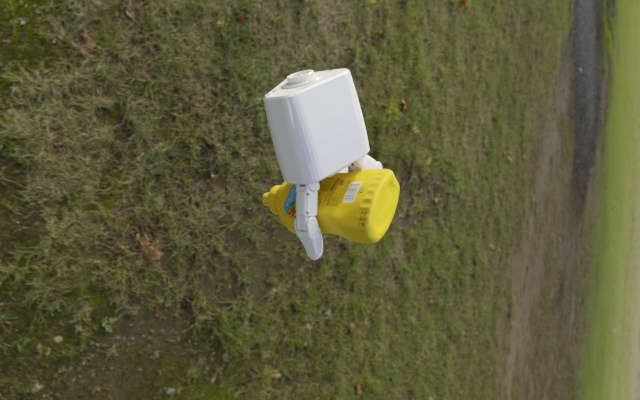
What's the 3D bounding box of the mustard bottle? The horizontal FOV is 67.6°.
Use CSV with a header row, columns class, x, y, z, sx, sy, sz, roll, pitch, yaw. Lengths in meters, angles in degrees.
class,x,y,z,sx,sy,sz,roll,pitch,yaw
mustard bottle,0.000,0.002,0.624,0.191,0.096,0.058,3,-35,35
